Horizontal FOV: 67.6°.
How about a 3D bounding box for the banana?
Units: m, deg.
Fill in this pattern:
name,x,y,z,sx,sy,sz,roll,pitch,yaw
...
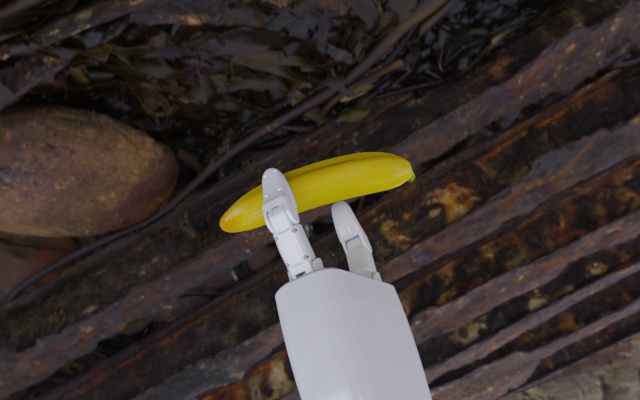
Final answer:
name,x,y,z,sx,sy,sz,roll,pitch,yaw
banana,0.004,-0.009,0.433,0.198,0.037,0.070,-13,-30,-10
